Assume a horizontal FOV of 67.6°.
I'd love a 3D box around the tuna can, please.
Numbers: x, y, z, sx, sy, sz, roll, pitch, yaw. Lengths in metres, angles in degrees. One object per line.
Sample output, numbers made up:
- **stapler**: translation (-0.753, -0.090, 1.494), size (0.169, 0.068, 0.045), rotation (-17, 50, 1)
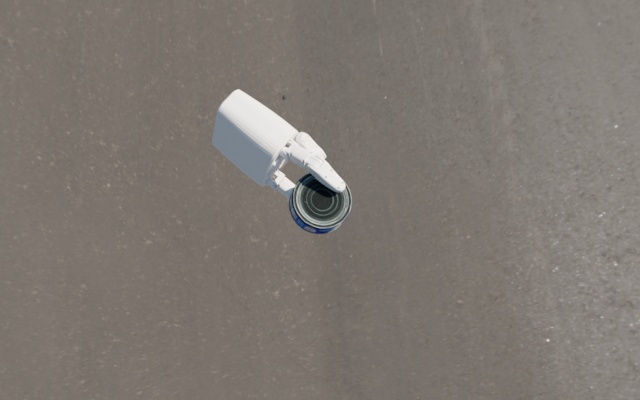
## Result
- **tuna can**: translation (0.000, 0.002, 0.668), size (0.086, 0.086, 0.034), rotation (0, -15, -11)
